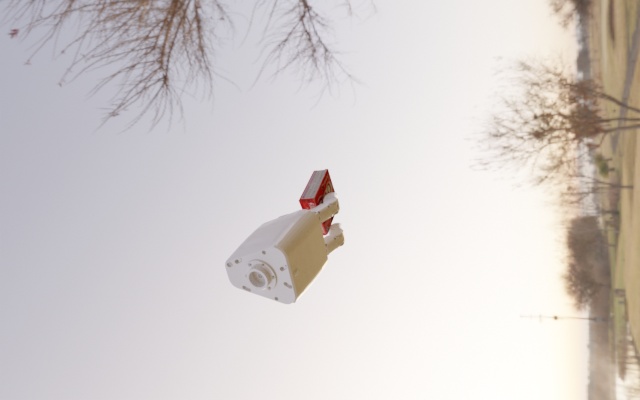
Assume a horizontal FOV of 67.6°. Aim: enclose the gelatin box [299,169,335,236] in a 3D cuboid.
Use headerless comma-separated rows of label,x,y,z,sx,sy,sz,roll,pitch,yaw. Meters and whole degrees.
gelatin box,0.000,0.002,0.785,0.030,0.073,0.089,-5,35,22
